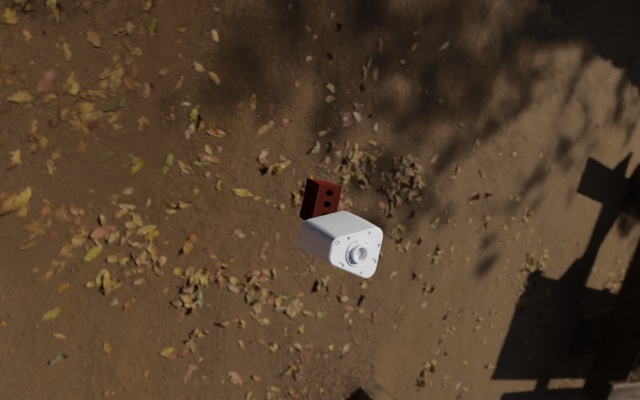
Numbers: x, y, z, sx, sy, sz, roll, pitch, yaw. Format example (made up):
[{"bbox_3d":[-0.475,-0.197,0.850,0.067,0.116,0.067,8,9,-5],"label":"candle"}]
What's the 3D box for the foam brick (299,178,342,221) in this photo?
[{"bbox_3d":[0.000,0.003,0.895,0.053,0.078,0.051,7,9,-30],"label":"foam brick"}]
